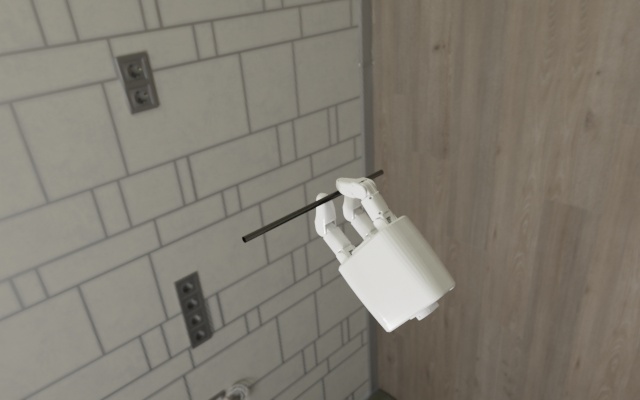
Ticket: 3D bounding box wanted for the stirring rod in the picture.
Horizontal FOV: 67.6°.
[{"bbox_3d":[0.000,0.002,0.617,0.239,0.011,0.011,-26,16,-36],"label":"stirring rod"}]
